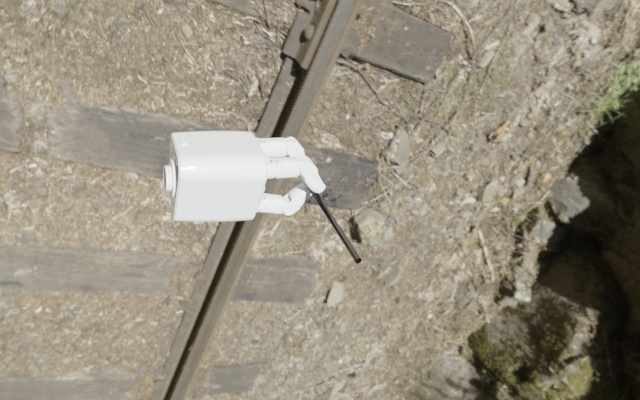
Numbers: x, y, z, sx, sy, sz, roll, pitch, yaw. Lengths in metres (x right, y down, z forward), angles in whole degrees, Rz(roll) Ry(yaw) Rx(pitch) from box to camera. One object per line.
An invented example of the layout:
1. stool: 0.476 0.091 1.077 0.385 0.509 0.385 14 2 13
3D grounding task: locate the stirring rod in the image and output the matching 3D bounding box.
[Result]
1. stirring rod: 0.000 0.002 0.630 0.011 0.011 0.239 0 34 -25
